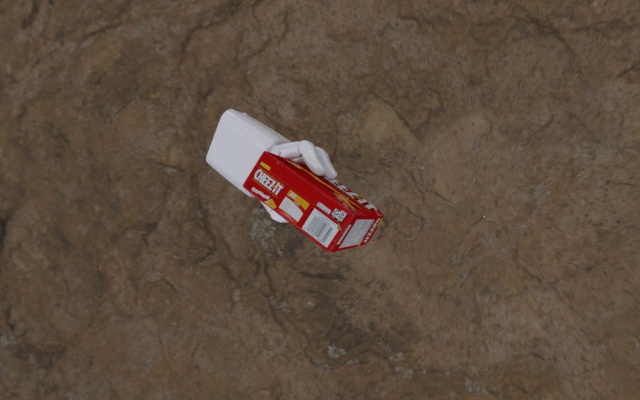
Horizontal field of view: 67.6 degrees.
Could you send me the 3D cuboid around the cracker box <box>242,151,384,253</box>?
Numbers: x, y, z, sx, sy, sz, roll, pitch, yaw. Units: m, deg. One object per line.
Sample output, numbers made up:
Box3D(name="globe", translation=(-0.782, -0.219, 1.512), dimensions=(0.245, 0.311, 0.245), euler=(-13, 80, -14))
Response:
Box3D(name="cracker box", translation=(0.000, 0.003, 0.752), dimensions=(0.164, 0.072, 0.214), euler=(36, 9, 16))
